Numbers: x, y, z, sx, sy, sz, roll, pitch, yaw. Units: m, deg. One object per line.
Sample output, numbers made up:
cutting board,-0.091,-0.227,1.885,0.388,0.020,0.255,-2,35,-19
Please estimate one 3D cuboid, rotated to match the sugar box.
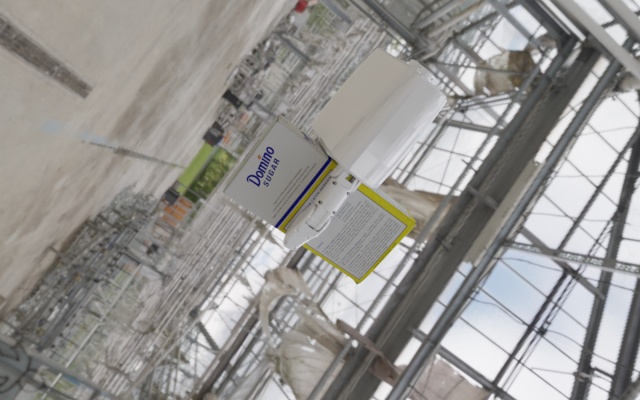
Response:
sugar box,0.000,0.001,0.491,0.176,0.093,0.048,37,14,-13
